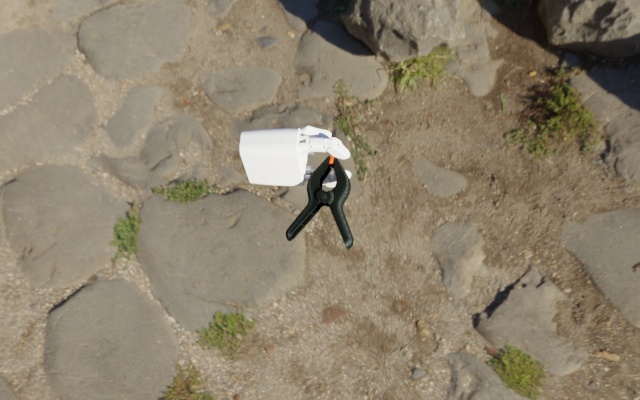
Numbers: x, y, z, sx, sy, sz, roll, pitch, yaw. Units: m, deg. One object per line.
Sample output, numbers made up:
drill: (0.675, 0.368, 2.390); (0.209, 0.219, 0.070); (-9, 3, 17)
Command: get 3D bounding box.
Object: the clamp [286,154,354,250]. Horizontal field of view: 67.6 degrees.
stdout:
clamp: (0.000, 0.002, 0.844); (0.120, 0.171, 0.039); (0, -19, 7)
